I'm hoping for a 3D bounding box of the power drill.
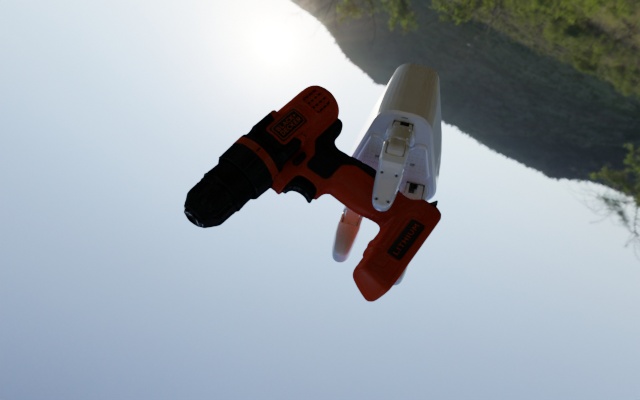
[{"bbox_3d":[0.001,0.002,0.430,0.184,0.187,0.057,-47,-4,-25],"label":"power drill"}]
